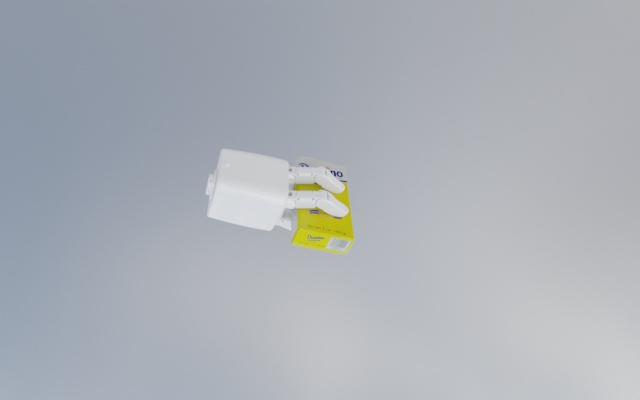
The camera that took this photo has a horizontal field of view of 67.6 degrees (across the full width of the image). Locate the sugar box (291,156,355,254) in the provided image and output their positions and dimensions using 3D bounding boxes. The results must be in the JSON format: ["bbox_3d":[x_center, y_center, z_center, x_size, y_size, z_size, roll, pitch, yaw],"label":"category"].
[{"bbox_3d":[0.000,0.002,0.785,0.093,0.176,0.048,13,-46,-16],"label":"sugar box"}]
